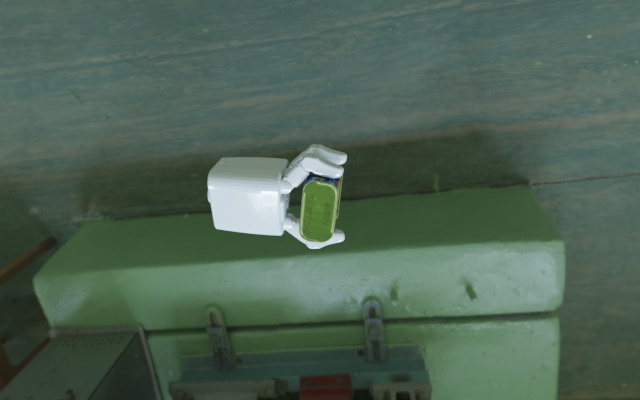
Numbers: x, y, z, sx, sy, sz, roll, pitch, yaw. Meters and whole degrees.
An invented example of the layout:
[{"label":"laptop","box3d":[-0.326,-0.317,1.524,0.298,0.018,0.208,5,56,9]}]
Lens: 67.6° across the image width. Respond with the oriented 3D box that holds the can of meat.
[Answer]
[{"label":"can of meat","box3d":[0.000,0.003,0.716,0.057,0.102,0.084,7,22,2]}]
